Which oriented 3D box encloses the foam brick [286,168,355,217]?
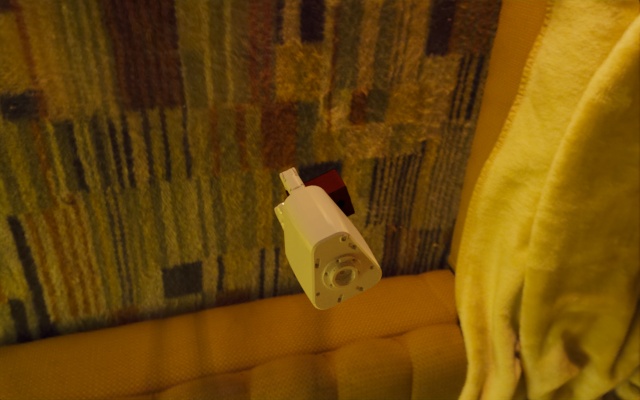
[{"bbox_3d":[0.000,0.002,0.665,0.078,0.053,0.051,-26,37,-6],"label":"foam brick"}]
